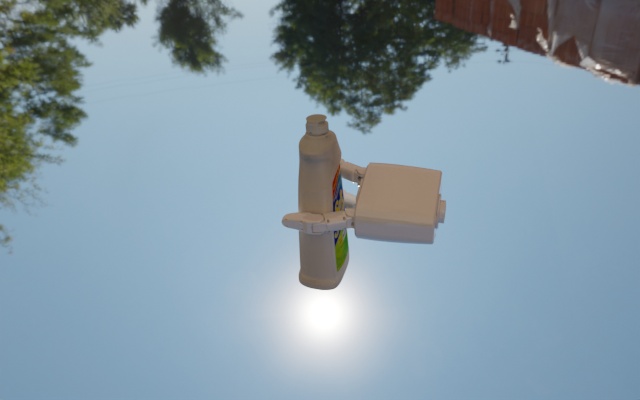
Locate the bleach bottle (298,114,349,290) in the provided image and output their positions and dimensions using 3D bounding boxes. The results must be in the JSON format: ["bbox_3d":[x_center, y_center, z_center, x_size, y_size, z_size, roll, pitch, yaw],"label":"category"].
[{"bbox_3d":[0.000,0.002,0.687,0.068,0.251,0.102,6,33,17],"label":"bleach bottle"}]
